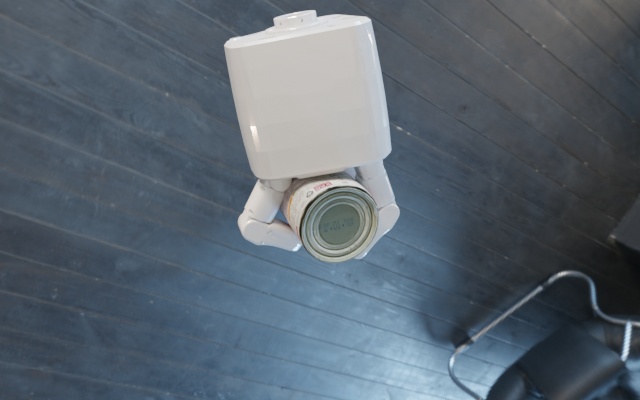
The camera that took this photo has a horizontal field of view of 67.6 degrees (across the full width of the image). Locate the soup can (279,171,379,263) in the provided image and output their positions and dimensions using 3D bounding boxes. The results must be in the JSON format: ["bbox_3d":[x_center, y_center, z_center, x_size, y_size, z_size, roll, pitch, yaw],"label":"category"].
[{"bbox_3d":[0.000,0.002,0.413,0.068,0.068,0.102,0,22,-20],"label":"soup can"}]
